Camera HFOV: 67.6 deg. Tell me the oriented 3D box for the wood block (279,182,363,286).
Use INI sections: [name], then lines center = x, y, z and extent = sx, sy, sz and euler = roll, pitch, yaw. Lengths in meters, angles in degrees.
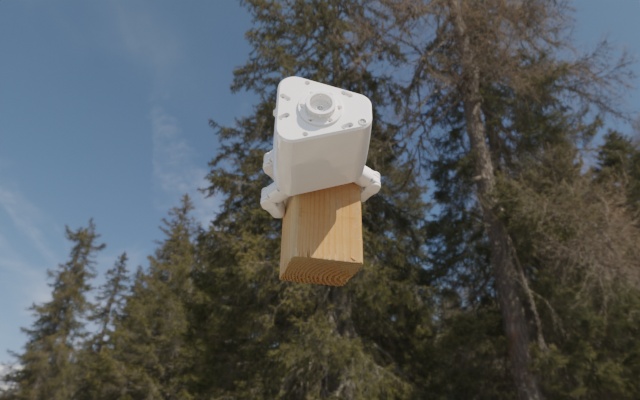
[wood block]
center = 0.001, 0.002, 0.654
extent = 0.091, 0.206, 0.090
euler = 8, -30, -13
